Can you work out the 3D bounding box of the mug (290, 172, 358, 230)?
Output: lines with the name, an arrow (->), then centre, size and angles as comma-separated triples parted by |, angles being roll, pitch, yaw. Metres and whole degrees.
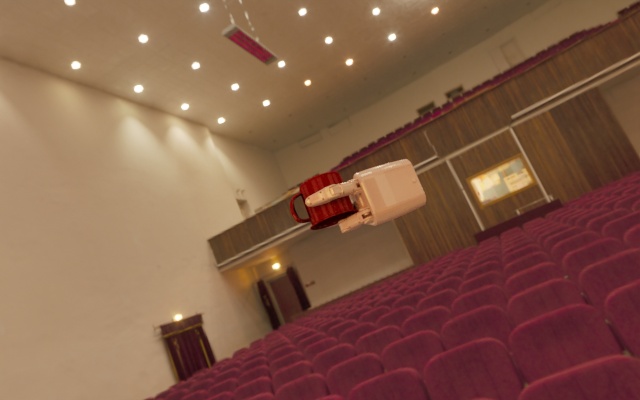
mug -> -0.001, 0.003, 0.868 | 0.117, 0.081, 0.093 | -18, -13, -15
